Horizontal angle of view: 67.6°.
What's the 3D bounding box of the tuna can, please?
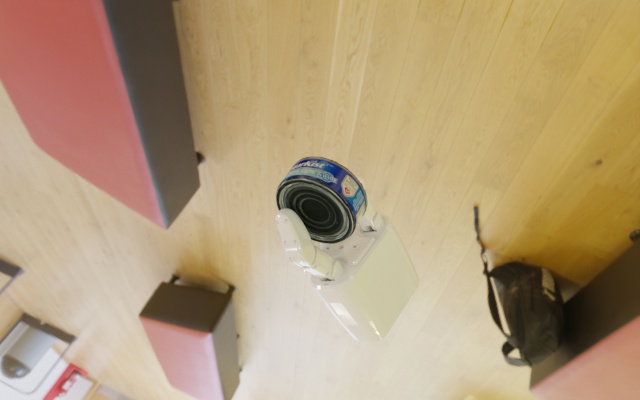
[{"bbox_3d":[0.000,0.002,0.464,0.086,0.086,0.033,0,40,34],"label":"tuna can"}]
